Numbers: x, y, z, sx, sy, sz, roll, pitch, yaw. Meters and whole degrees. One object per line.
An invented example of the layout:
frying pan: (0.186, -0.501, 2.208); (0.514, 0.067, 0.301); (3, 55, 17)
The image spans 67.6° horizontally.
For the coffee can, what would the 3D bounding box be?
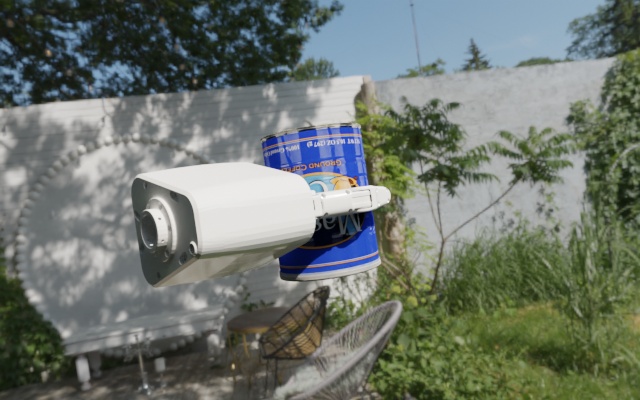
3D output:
coffee can: (0.000, 0.002, 0.481); (0.103, 0.140, 0.103); (-8, 0, 0)
